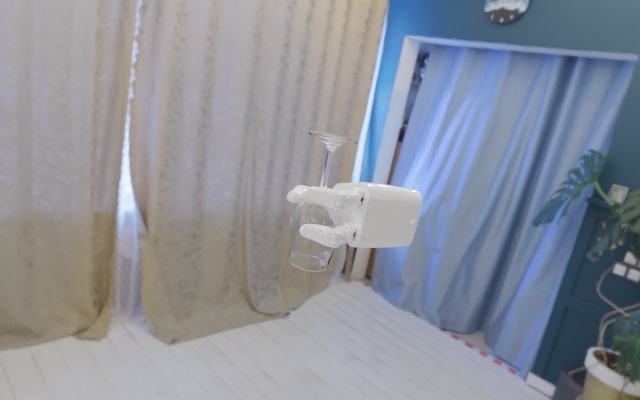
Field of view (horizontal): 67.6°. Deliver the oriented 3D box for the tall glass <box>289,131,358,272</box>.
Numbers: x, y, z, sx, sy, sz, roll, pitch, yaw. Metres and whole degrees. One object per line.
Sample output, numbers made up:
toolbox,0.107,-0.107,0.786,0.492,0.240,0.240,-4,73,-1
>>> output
tall glass,0.000,0.002,0.715,0.079,0.201,0.079,11,13,-3
